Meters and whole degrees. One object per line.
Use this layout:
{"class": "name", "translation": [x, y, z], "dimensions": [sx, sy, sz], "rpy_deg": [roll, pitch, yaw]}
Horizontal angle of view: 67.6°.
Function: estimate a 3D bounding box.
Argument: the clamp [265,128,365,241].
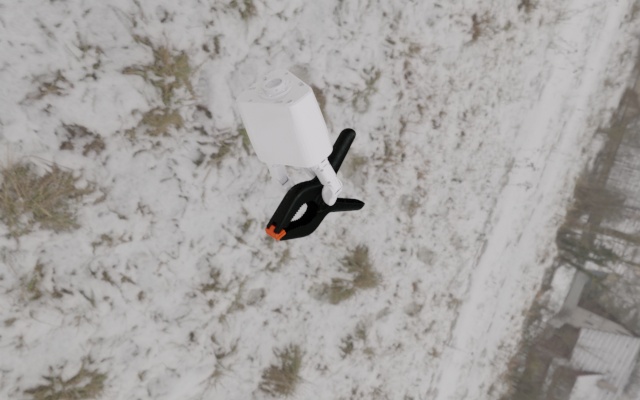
{"class": "clamp", "translation": [0.000, 0.003, 0.776], "dimensions": [0.036, 0.165, 0.210], "rpy_deg": [26, 58, 38]}
